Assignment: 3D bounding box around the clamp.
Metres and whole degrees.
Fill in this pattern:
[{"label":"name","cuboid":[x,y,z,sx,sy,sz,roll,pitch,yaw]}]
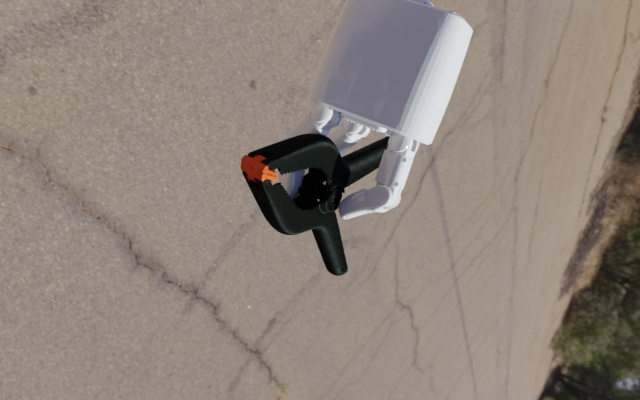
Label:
[{"label":"clamp","cuboid":[0.000,0.002,0.456,0.036,0.164,0.210,26,11,34]}]
